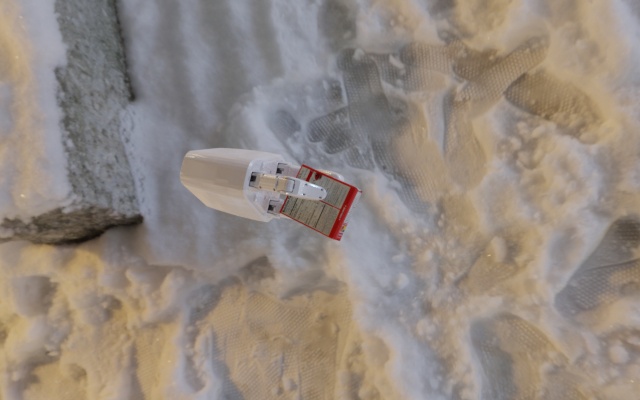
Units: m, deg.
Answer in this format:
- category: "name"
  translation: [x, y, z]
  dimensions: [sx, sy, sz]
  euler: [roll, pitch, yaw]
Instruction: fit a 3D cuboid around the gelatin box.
- category: "gelatin box"
  translation: [0.000, 0.002, 0.630]
  dimensions: [0.089, 0.073, 0.030]
  euler: [25, 1, 24]
